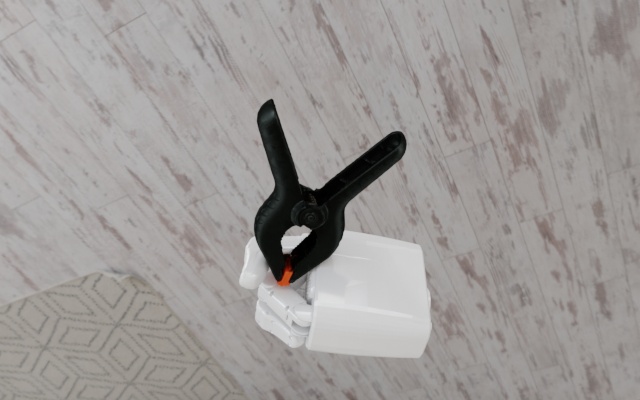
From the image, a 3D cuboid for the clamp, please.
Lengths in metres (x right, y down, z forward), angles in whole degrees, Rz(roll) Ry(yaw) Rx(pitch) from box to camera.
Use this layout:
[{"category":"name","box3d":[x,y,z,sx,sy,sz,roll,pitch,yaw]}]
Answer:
[{"category":"clamp","box3d":[0.000,0.002,0.403,0.120,0.172,0.039,7,35,-7]}]
